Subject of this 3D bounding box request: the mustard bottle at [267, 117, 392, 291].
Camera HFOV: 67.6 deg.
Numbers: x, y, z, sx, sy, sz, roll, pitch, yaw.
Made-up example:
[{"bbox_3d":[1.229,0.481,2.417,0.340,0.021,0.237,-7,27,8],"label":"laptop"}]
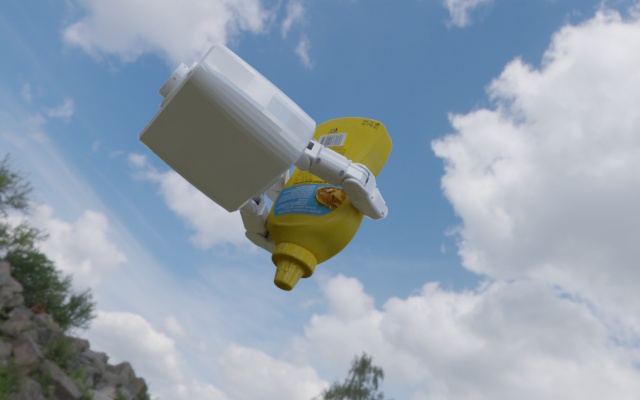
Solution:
[{"bbox_3d":[0.000,0.002,0.467,0.096,0.191,0.058,0,-41,33],"label":"mustard bottle"}]
